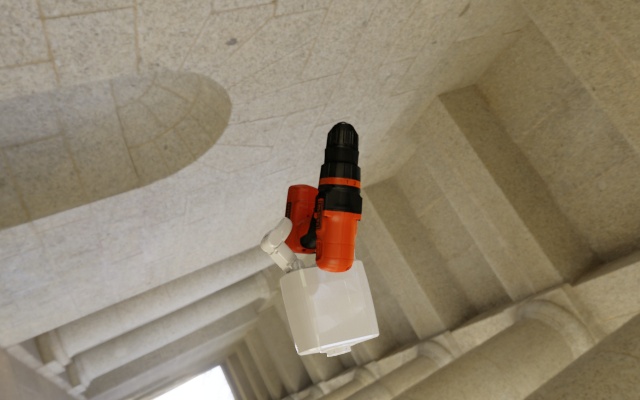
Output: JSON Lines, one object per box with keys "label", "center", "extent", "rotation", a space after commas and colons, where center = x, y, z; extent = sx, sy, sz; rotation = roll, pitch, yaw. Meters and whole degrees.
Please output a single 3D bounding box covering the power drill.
{"label": "power drill", "center": [0.000, 0.002, 0.644], "extent": [0.057, 0.184, 0.187], "rotation": [8, -9, -16]}
